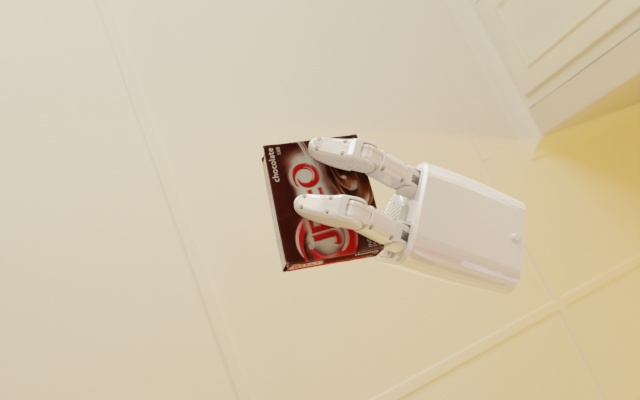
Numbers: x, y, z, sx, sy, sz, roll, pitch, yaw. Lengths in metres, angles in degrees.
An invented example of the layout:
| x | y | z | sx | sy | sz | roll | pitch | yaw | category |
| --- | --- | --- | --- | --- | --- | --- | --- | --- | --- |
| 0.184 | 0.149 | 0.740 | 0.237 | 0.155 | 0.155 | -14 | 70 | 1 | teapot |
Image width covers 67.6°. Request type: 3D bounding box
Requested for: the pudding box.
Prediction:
| x | y | z | sx | sy | sz | roll | pitch | yaw | category |
| --- | --- | --- | --- | --- | --- | --- | --- | --- | --- |
| 0.000 | 0.001 | 0.431 | 0.090 | 0.113 | 0.039 | -9 | -19 | -15 | pudding box |
